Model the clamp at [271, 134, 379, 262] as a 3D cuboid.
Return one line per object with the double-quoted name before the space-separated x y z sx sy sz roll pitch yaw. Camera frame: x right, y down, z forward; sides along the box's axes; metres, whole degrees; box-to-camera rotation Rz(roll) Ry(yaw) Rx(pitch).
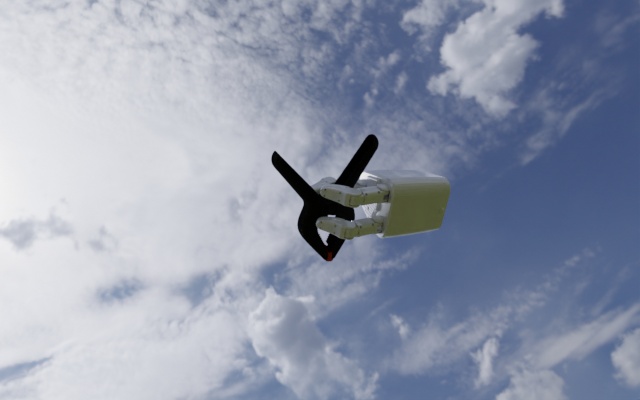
"clamp" 0.000 0.002 0.726 0.164 0.210 0.036 -5 30 -22
